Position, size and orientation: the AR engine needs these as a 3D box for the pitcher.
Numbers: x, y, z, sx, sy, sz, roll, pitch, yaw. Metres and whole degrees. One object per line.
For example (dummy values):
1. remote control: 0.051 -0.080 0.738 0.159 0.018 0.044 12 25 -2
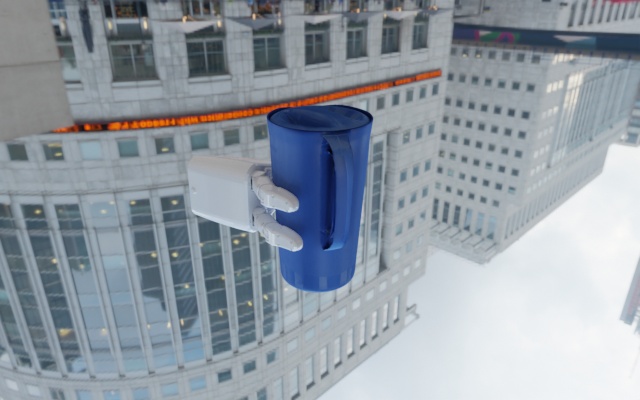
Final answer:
1. pitcher: 0.000 0.002 0.634 0.145 0.243 0.149 13 27 25
